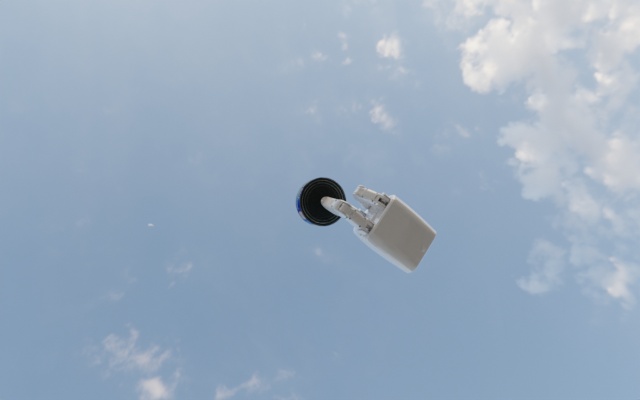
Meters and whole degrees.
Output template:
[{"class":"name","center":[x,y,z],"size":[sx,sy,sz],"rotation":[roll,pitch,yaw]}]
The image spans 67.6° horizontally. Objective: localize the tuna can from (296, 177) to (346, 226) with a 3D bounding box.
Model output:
[{"class":"tuna can","center":[0.000,0.003,0.846],"size":[0.086,0.086,0.034],"rotation":[0,-2,-18]}]
